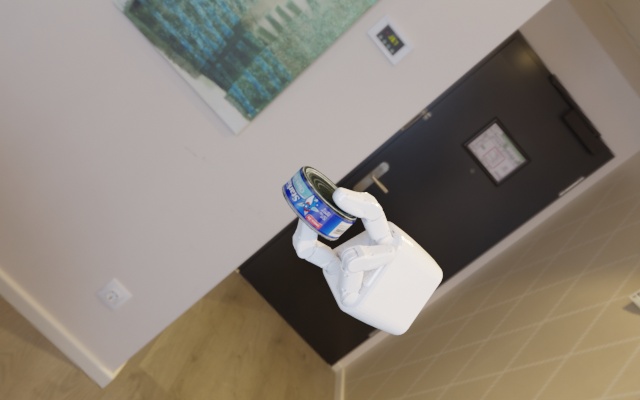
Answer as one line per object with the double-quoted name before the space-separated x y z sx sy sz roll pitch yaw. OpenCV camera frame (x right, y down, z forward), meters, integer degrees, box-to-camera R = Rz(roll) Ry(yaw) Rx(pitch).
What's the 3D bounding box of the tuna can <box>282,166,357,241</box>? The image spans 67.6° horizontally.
"tuna can" 0.000 0.001 0.532 0.034 0.086 0.086 -45 -16 16
